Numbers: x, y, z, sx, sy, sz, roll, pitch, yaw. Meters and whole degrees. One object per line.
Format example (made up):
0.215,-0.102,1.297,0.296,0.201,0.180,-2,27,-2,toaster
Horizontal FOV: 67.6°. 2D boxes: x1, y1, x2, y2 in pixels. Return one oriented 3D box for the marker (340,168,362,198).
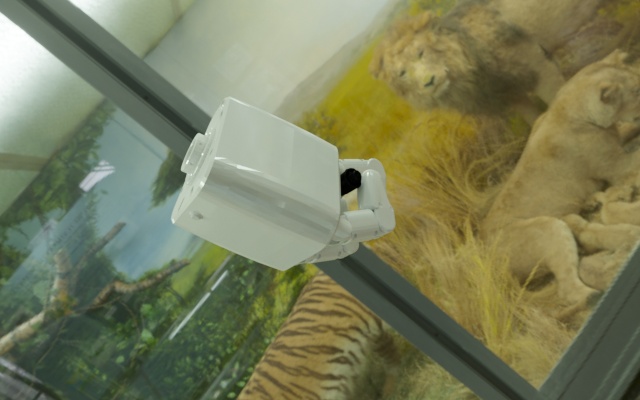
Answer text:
0.000,0.001,0.449,0.020,0.020,0.121,0,-22,-34,marker
